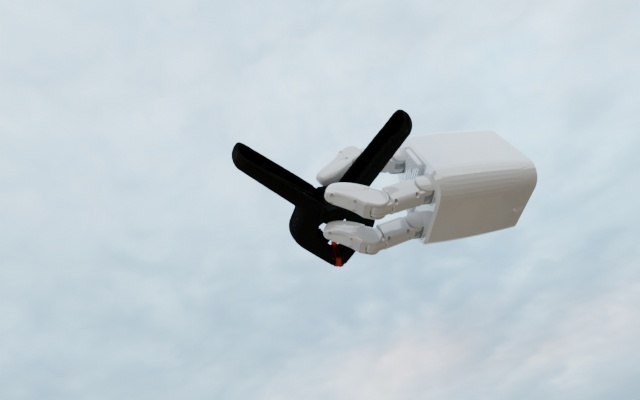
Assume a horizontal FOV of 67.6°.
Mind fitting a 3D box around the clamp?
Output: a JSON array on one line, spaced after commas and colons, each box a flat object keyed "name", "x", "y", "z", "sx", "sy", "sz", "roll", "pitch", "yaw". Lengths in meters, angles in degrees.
[{"name": "clamp", "x": 0.000, "y": 0.001, "z": 0.492, "sx": 0.164, "sy": 0.036, "sz": 0.210, "roll": -7, "pitch": -41, "yaw": -8}]
